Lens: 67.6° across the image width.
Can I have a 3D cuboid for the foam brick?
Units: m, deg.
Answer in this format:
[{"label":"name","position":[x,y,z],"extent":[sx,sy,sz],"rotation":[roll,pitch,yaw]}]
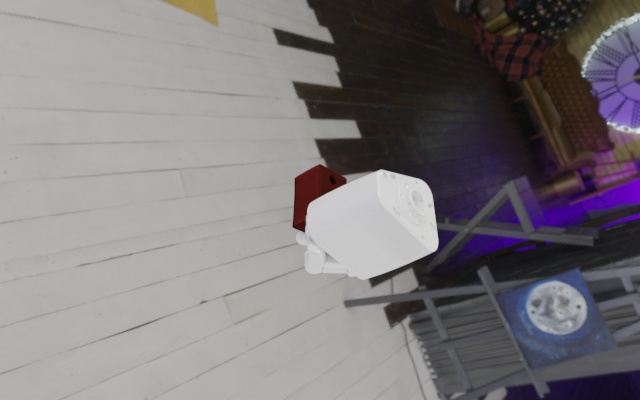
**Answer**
[{"label":"foam brick","position":[0.000,0.002,0.623],"extent":[0.053,0.078,0.051],"rotation":[25,-39,-35]}]
